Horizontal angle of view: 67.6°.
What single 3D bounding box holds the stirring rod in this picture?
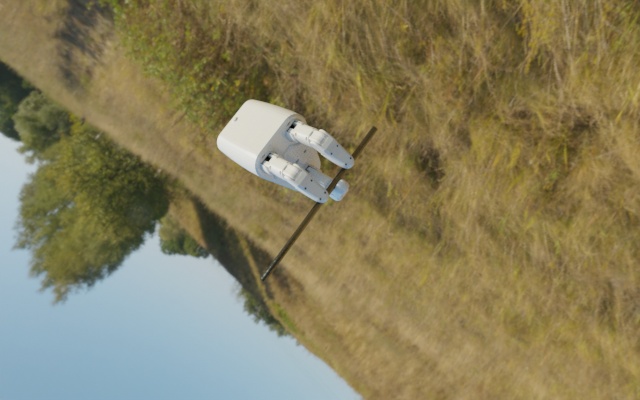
[{"bbox_3d":[0.000,0.002,0.599,0.011,0.239,0.011,36,-9,6],"label":"stirring rod"}]
